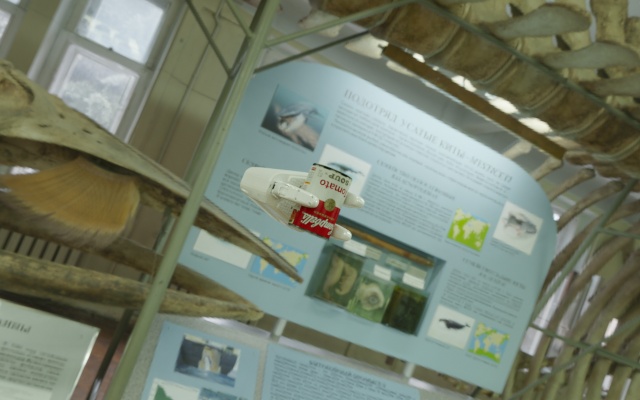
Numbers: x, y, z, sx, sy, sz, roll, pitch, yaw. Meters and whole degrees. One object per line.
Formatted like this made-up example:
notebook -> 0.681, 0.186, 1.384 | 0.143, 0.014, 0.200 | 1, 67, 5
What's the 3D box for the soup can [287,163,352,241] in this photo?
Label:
soup can -> 0.000, 0.002, 0.726 | 0.068, 0.102, 0.068 | 22, -3, 1
